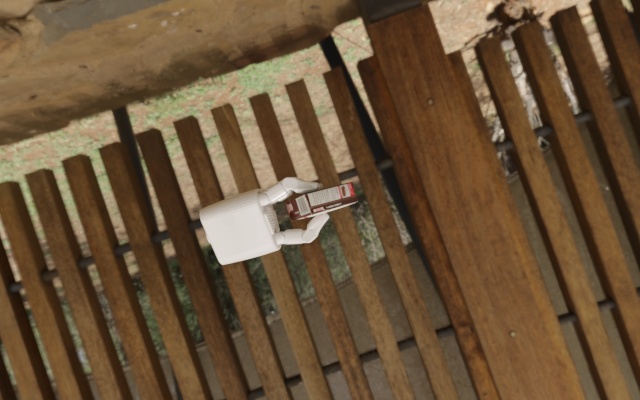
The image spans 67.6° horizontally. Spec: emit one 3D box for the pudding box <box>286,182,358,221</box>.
[{"bbox_3d":[0.000,0.003,0.818,0.090,0.039,0.113,-16,0,-21],"label":"pudding box"}]
